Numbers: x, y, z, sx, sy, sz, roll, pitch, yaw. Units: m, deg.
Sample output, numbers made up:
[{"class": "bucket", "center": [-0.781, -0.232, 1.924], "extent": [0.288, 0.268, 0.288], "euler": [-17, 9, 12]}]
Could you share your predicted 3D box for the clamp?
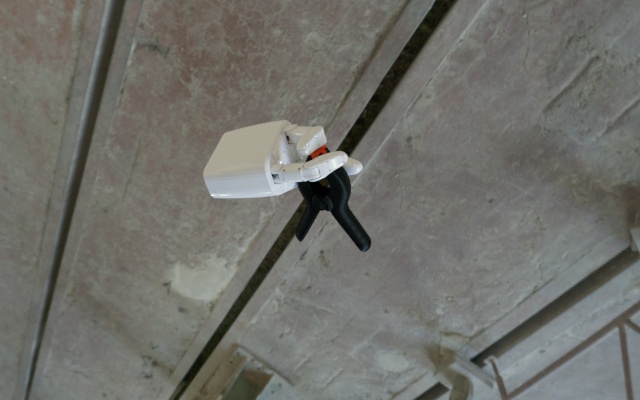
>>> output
[{"class": "clamp", "center": [0.000, 0.002, 0.687], "extent": [0.120, 0.171, 0.039], "euler": [-5, 28, 24]}]
